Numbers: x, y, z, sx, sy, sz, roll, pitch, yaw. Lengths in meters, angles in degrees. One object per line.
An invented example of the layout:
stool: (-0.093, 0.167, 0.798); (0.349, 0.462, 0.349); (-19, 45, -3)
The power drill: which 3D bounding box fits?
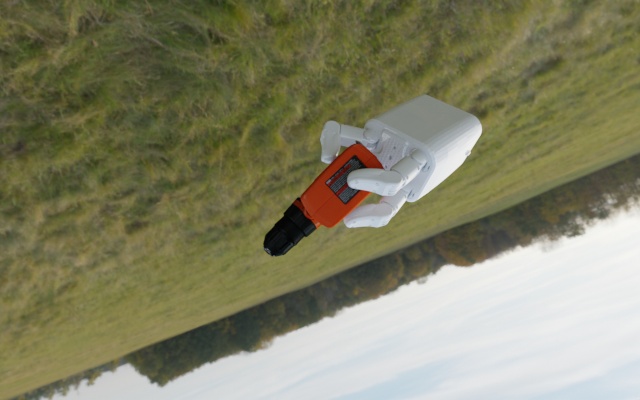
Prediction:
power drill: (0.000, 0.002, 0.625); (0.057, 0.184, 0.187); (45, -12, -4)
